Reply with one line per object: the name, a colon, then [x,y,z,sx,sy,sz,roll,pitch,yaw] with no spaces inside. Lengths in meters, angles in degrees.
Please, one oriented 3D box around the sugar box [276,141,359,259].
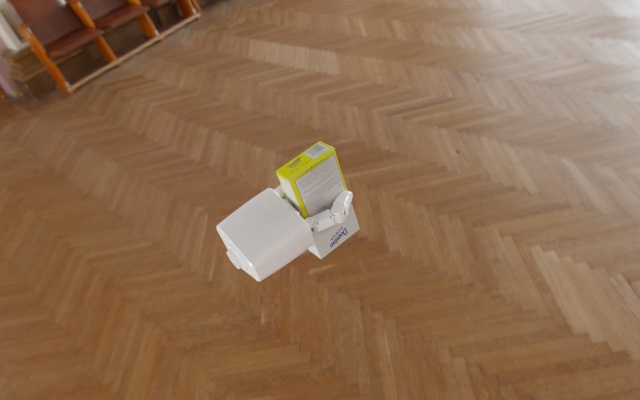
sugar box: [0.000,0.002,0.778,0.093,0.176,0.048,-36,43,-21]
